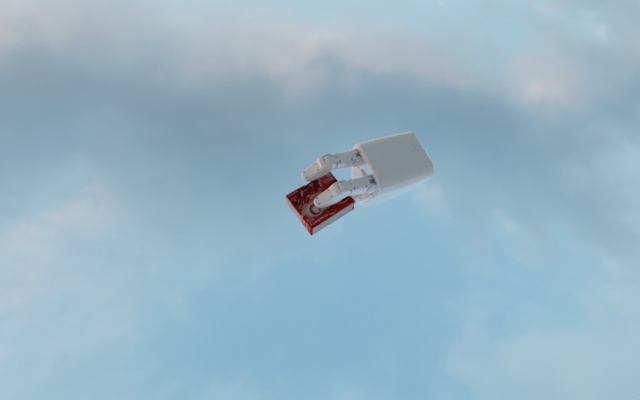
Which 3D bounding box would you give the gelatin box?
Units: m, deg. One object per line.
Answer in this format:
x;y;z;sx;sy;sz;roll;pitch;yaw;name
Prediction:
0.000;0.003;0.770;0.089;0.073;0.030;-31;-23;-18;gelatin box
